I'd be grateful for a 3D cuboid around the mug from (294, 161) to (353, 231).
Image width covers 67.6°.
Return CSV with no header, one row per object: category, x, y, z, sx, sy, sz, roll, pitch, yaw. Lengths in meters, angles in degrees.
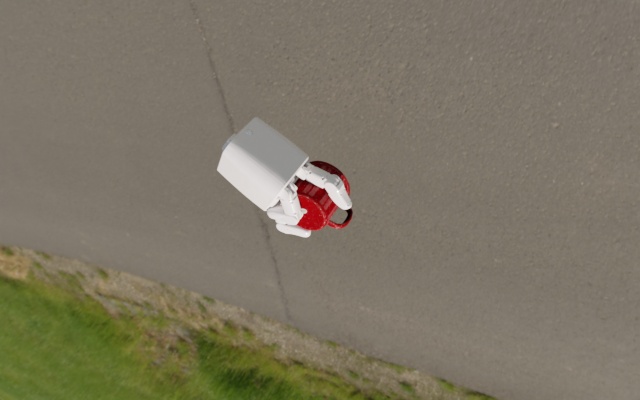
mug,0.001,0.004,0.787,0.117,0.081,0.093,38,-40,-3
